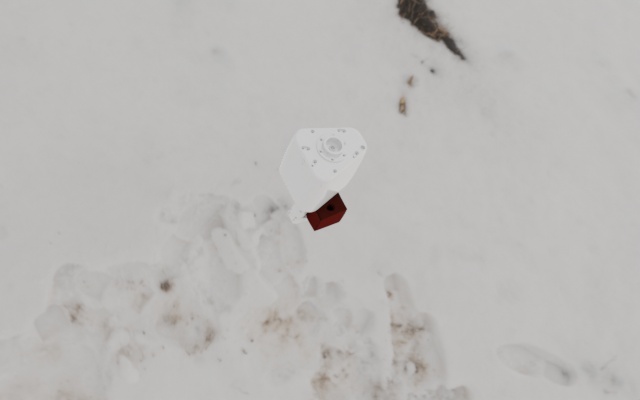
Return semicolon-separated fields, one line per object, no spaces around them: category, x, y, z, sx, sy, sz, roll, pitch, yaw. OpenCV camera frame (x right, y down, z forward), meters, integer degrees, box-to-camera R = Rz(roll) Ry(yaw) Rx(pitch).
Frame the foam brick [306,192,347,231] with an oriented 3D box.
foam brick;0.000;0.003;0.808;0.053;0.078;0.051;-21;-17;-24
